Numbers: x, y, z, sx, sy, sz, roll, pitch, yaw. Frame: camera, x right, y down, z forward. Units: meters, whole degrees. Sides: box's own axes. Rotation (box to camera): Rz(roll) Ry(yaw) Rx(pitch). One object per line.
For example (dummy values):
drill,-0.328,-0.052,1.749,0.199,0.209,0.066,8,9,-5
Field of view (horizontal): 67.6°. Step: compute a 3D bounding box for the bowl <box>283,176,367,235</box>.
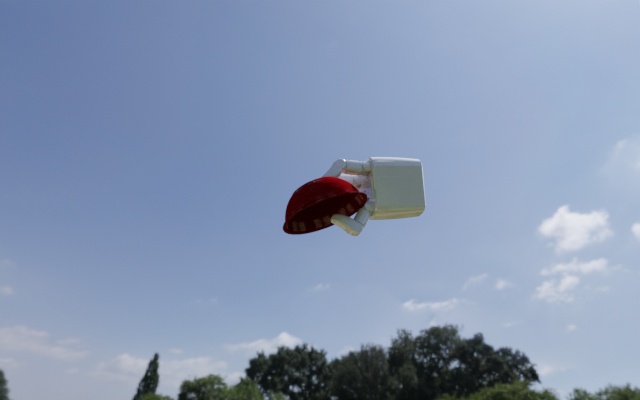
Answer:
bowl,-0.001,0.003,0.858,0.162,0.055,0.162,-20,-19,-7
